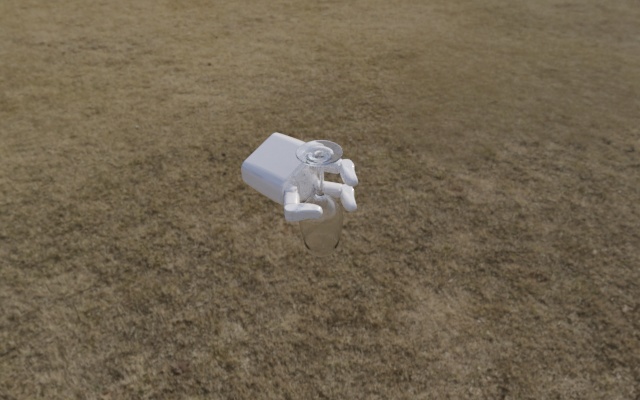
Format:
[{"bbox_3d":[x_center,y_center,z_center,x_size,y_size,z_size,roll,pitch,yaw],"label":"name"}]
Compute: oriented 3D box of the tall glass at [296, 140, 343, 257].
[{"bbox_3d":[0.000,0.002,0.809,0.079,0.201,0.079,-1,38,1],"label":"tall glass"}]
